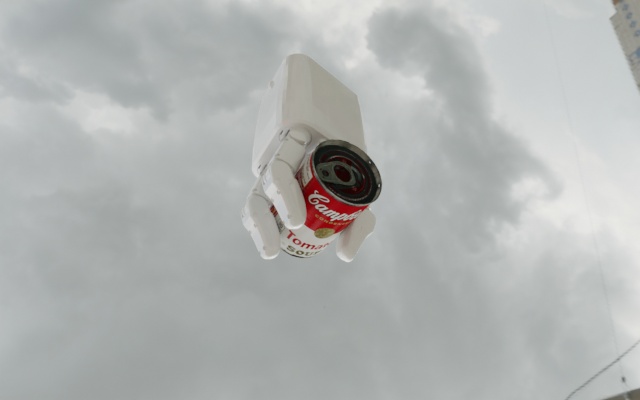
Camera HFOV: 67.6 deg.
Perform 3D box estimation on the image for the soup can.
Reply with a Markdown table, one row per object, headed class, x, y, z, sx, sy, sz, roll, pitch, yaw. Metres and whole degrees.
| class | x | y | z | sx | sy | sz | roll | pitch | yaw |
| --- | --- | --- | --- | --- | --- | --- | --- | --- | --- |
| soup can | 0.000 | 0.002 | 0.438 | 0.068 | 0.068 | 0.102 | 0 | -32 | -33 |
